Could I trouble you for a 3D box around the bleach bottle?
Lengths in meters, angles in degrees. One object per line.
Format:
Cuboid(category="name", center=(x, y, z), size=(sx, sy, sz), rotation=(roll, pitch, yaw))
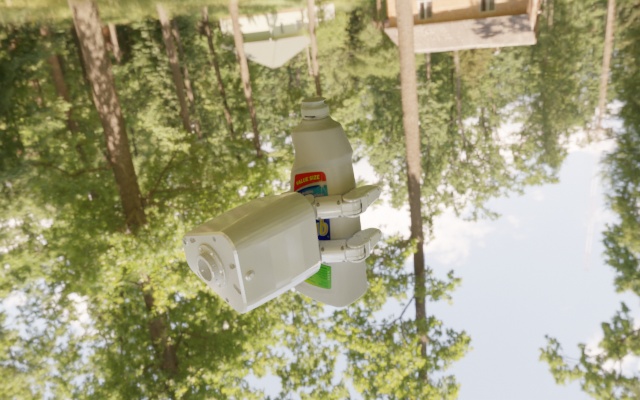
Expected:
Cuboid(category="bleach bottle", center=(0.000, 0.002, 0.581), size=(0.102, 0.251, 0.068), rotation=(15, 31, 42))
